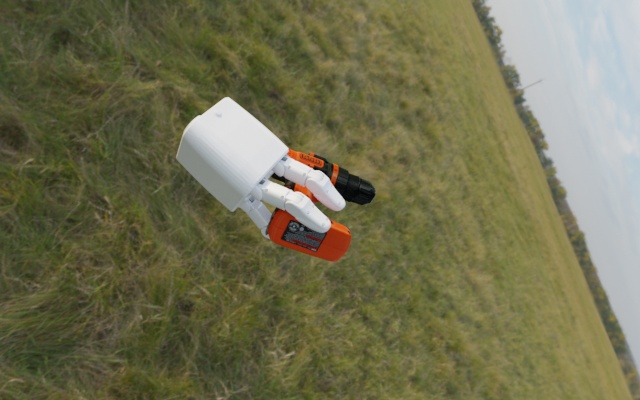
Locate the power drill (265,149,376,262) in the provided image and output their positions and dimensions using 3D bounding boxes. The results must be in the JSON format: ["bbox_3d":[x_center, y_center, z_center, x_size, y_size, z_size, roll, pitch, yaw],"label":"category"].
[{"bbox_3d":[0.000,0.002,0.679,0.184,0.057,0.187,18,31,-12],"label":"power drill"}]
